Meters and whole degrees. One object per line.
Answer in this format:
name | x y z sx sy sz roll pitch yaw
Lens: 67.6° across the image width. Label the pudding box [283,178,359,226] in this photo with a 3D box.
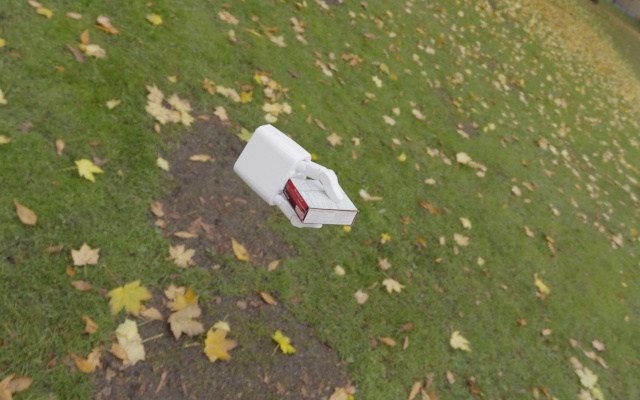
pudding box | 0.000 0.003 0.856 0.113 0.039 0.090 3 37 -34
